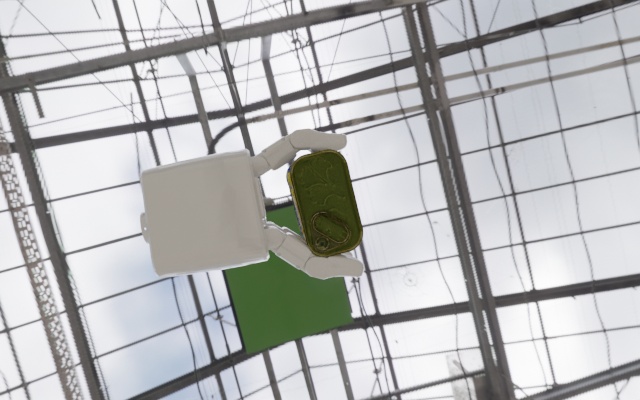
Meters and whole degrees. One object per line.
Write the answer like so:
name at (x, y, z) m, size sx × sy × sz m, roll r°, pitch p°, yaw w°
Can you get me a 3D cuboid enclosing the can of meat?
can of meat at (0.000, 0.002, 0.498) m, size 0.057 × 0.102 × 0.084 m, roll -15°, pitch 4°, yaw -8°
